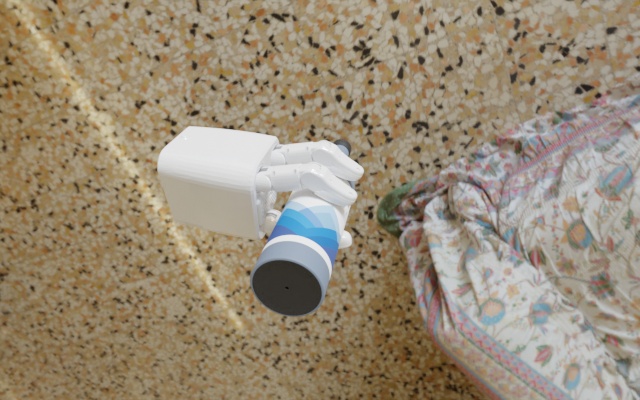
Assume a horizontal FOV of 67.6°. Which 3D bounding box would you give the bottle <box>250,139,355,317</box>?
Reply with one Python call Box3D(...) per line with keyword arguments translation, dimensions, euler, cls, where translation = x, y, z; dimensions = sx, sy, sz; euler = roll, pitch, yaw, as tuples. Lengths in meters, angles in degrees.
Box3D(translation=(0.000, 0.002, 0.533), dimensions=(0.069, 0.069, 0.295), euler=(0, 30, 13), cls="bottle")
